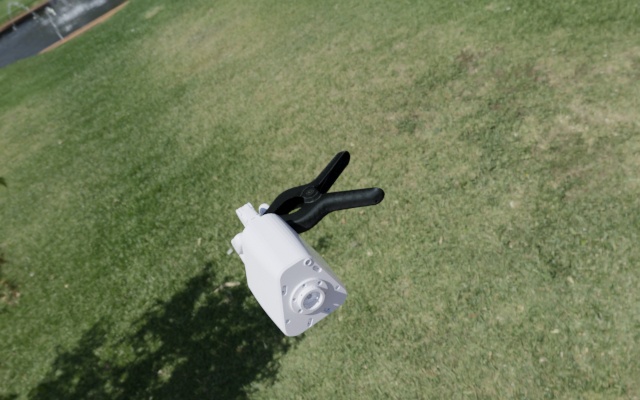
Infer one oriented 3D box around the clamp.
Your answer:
[{"bbox_3d":[0.000,0.002,0.652,0.171,0.039,0.120,-36,37,-11],"label":"clamp"}]
